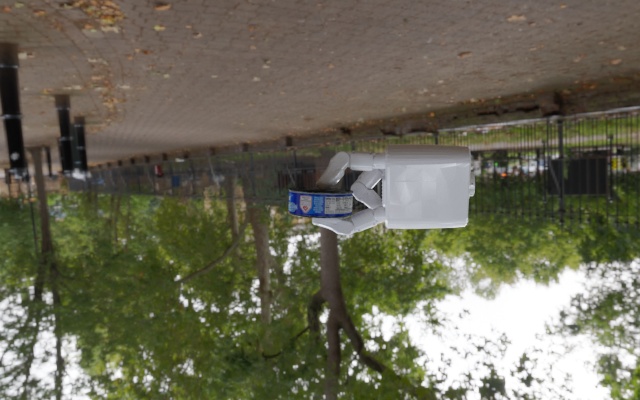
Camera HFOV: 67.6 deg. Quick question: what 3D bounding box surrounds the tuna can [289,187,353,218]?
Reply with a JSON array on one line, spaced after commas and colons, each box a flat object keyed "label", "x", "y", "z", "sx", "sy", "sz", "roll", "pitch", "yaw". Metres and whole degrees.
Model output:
[{"label": "tuna can", "x": 0.000, "y": 0.003, "z": 0.634, "sx": 0.086, "sy": 0.034, "sz": 0.086, "roll": 2, "pitch": 5, "yaw": 0}]
